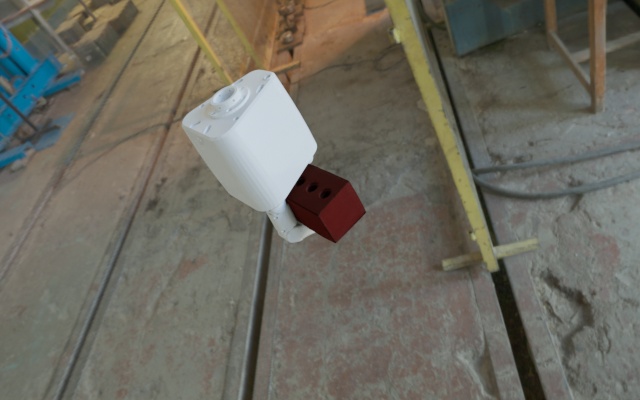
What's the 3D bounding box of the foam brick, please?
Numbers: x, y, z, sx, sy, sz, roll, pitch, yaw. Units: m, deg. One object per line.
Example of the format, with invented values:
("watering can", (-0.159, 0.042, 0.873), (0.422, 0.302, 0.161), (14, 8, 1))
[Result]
("foam brick", (0.000, 0.002, 0.534), (0.078, 0.053, 0.051), (26, -25, 44))
